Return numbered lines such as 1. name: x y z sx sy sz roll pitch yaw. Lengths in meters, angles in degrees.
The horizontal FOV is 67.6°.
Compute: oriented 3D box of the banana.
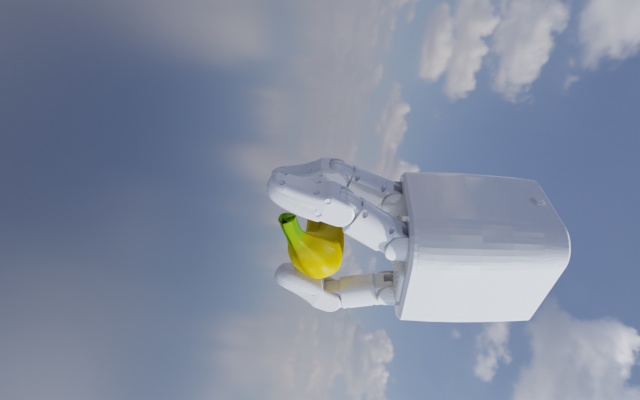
1. banana: 0.001 0.020 0.413 0.037 0.070 0.197 -4 12 6
